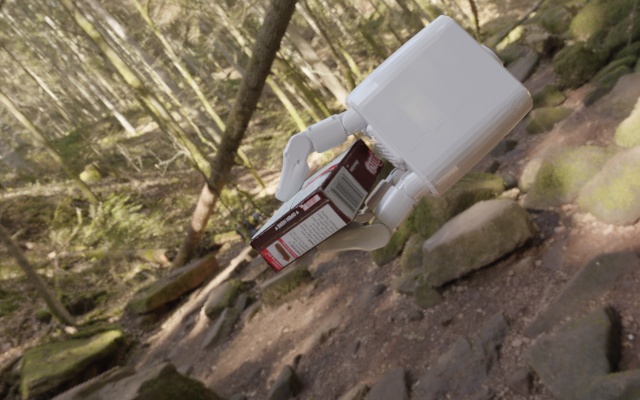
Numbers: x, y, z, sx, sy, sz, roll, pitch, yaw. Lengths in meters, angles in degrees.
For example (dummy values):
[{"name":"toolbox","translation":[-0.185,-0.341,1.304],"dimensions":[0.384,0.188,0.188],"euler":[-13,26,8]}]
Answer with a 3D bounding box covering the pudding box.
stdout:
[{"name":"pudding box","translation":[0.000,0.001,0.409],"dimensions":[0.090,0.039,0.113],"euler":[-38,7,32]}]
